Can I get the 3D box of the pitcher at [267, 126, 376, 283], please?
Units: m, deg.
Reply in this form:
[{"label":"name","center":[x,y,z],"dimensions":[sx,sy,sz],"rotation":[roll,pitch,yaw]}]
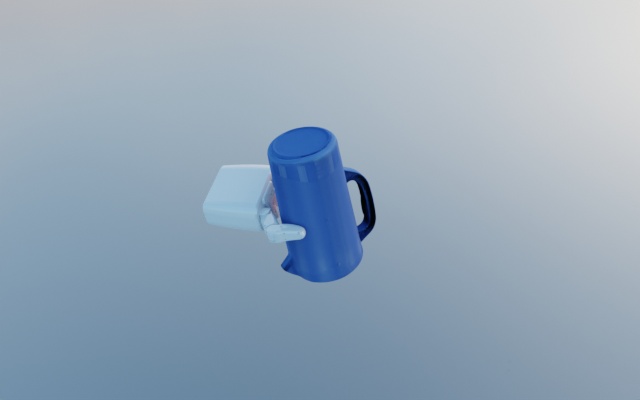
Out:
[{"label":"pitcher","center":[0.000,0.003,0.786],"dimensions":[0.145,0.243,0.149],"rotation":[4,39,20]}]
